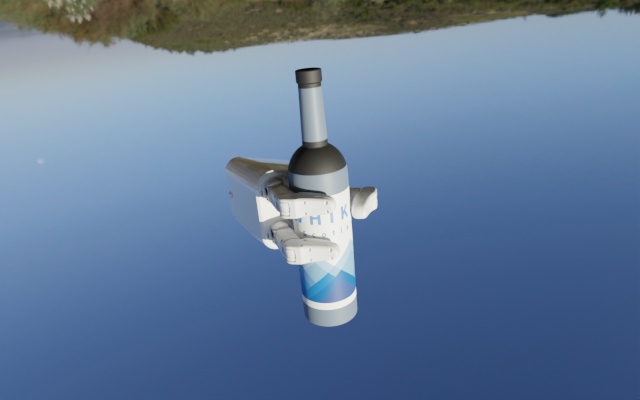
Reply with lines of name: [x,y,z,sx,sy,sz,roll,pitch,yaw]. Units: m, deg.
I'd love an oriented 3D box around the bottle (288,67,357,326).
bottle: [0.000,0.002,0.543,0.069,0.296,0.069,-5,22,2]
